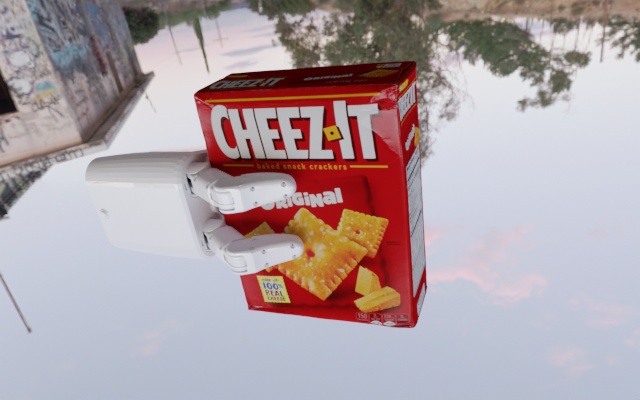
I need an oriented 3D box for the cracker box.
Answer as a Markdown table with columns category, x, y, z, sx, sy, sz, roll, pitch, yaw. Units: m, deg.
| category | x | y | z | sx | sy | sz | roll | pitch | yaw |
| --- | --- | --- | --- | --- | --- | --- | --- | --- | --- |
| cracker box | 0.000 | 0.001 | 0.406 | 0.164 | 0.214 | 0.072 | 2 | 29 | 21 |
